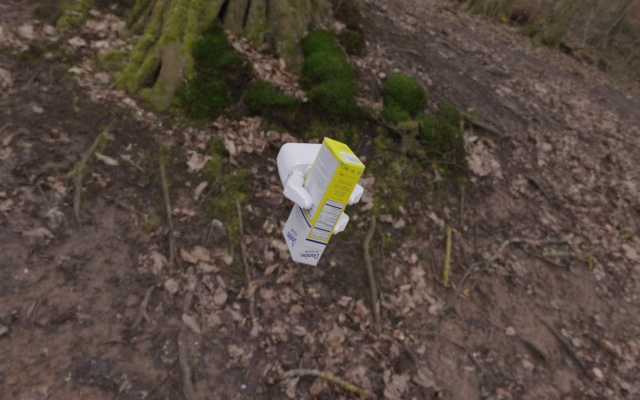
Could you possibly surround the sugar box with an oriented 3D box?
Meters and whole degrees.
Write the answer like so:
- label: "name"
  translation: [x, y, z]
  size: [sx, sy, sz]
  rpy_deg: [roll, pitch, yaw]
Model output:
- label: "sugar box"
  translation: [0.001, 0.002, 0.735]
  size: [0.048, 0.176, 0.093]
  rpy_deg: [14, 23, -23]
